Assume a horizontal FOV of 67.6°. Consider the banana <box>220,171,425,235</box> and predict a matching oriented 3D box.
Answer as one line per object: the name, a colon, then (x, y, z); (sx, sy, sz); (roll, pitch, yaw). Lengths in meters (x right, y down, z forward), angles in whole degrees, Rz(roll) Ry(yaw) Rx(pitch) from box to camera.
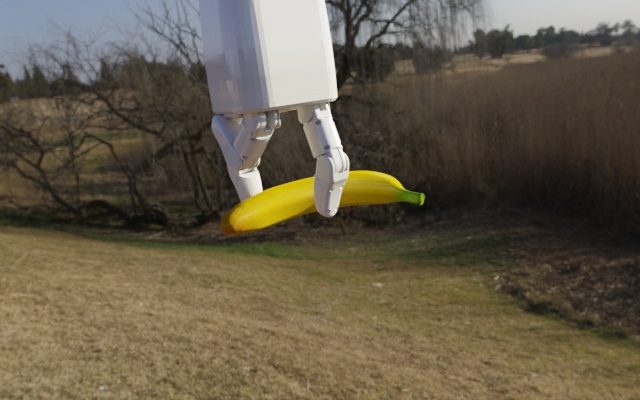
banana: (-0.002, -0.003, 0.469); (0.198, 0.037, 0.069); (-10, 14, -14)
